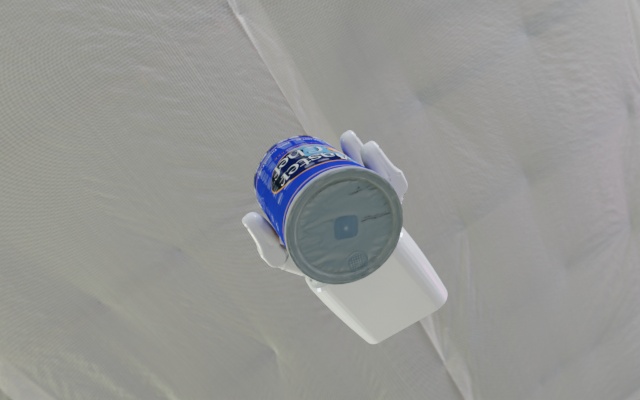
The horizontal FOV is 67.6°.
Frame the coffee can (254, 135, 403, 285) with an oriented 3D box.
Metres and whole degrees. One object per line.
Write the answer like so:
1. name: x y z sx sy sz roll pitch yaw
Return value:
1. coffee can: 0.000 0.001 0.451 0.103 0.103 0.140 0 18 -19
